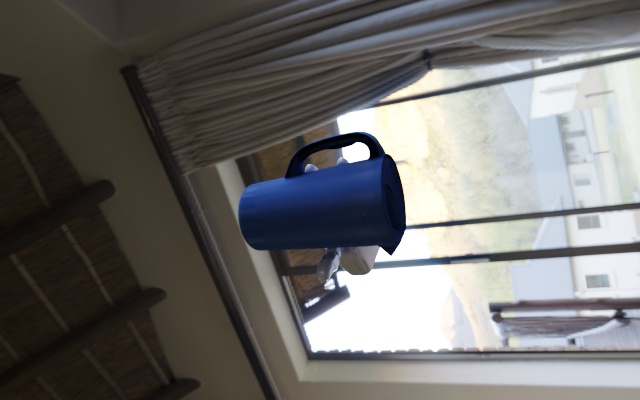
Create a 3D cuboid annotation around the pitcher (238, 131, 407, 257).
[{"bbox_3d":[0.000,0.003,0.724,0.243,0.149,0.145,-8,-34,22],"label":"pitcher"}]
